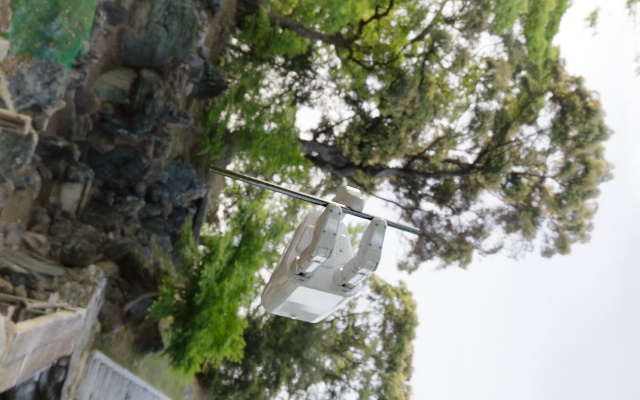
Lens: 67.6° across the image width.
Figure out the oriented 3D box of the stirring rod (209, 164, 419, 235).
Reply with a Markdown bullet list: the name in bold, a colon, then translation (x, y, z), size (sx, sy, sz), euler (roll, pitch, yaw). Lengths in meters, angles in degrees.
- **stirring rod**: translation (0.000, 0.002, 0.509), size (0.239, 0.011, 0.011), euler (17, -5, -17)
